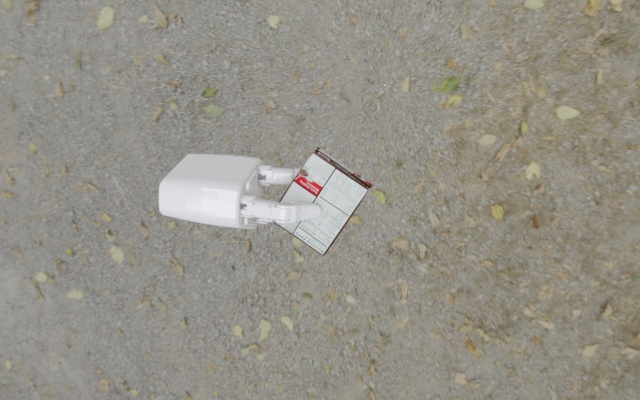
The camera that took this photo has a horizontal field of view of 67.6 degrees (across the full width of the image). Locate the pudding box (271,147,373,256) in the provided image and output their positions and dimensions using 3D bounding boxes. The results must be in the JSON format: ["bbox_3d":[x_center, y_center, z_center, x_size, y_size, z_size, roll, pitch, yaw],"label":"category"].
[{"bbox_3d":[0.000,0.002,0.620,0.090,0.113,0.039,34,17,1],"label":"pudding box"}]
